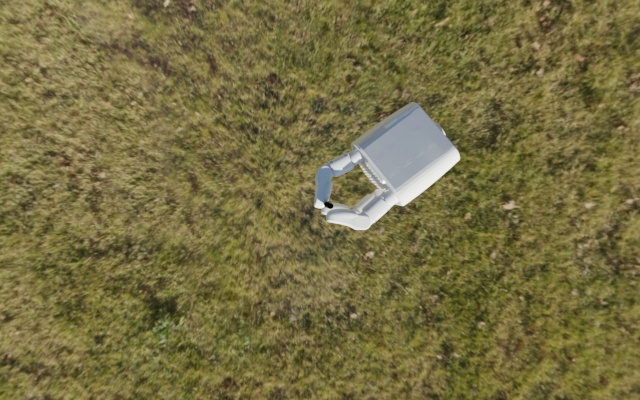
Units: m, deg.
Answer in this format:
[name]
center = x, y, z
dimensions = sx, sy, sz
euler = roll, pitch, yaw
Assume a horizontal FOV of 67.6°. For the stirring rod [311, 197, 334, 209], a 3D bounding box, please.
[stirring rod]
center = 0.000, 0.002, 0.742
dimensions = 0.011, 0.011, 0.239
euler = 0, 2, -6
